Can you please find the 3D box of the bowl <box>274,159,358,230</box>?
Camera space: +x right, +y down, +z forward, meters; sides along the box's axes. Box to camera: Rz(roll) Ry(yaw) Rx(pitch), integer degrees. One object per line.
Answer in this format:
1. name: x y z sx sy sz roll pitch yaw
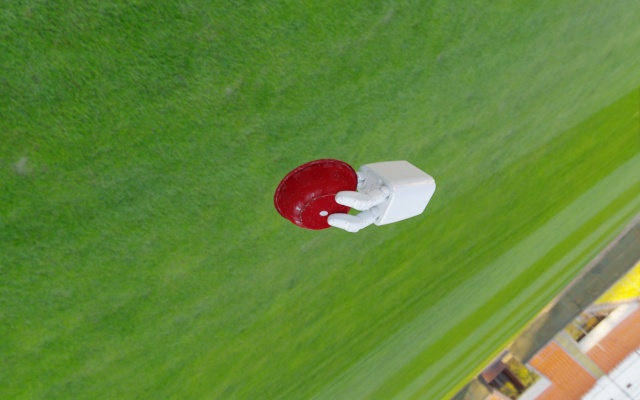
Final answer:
1. bowl: -0.001 0.003 0.857 0.162 0.055 0.162 -13 -41 -11
